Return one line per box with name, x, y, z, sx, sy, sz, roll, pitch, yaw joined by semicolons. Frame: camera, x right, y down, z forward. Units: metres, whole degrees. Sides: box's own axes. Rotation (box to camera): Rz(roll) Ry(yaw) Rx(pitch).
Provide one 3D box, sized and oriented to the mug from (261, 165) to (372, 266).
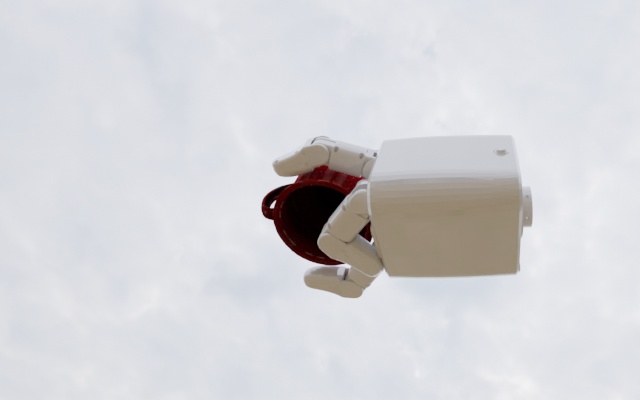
mug;-0.001;0.002;0.463;0.117;0.093;0.081;-2;31;19
